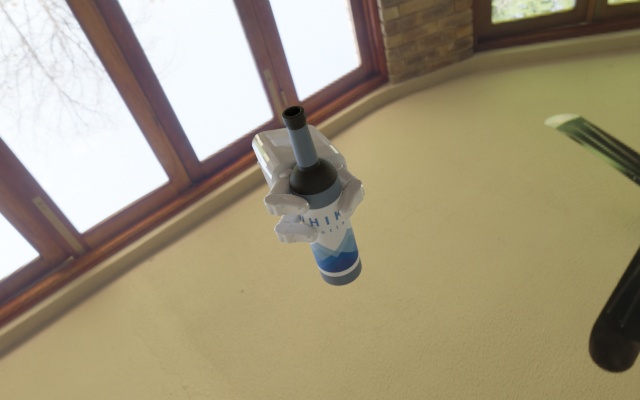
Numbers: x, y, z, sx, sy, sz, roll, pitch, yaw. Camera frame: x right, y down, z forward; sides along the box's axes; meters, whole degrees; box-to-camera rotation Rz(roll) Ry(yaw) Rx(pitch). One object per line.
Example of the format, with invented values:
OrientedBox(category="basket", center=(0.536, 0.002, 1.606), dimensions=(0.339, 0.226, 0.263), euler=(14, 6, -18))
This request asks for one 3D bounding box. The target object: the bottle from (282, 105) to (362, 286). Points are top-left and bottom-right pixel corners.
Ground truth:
OrientedBox(category="bottle", center=(0.000, 0.002, 0.653), dimensions=(0.069, 0.296, 0.069), euler=(-9, 42, 9))
